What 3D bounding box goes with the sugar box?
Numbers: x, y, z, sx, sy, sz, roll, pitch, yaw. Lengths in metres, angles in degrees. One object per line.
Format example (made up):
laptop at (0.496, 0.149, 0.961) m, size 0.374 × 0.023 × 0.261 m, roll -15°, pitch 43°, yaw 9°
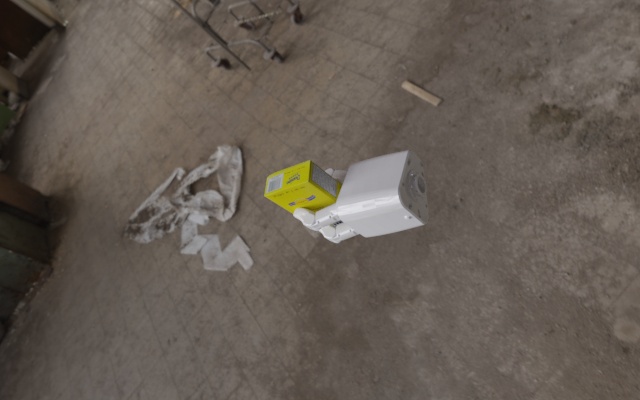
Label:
sugar box at (0.000, 0.003, 0.794) m, size 0.093 × 0.048 × 0.176 m, roll -17°, pitch -37°, yaw 34°
